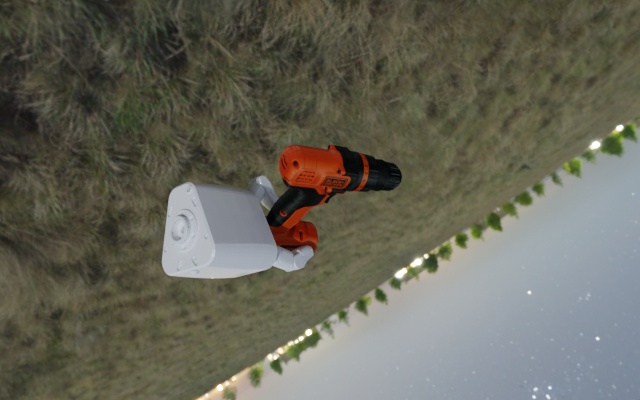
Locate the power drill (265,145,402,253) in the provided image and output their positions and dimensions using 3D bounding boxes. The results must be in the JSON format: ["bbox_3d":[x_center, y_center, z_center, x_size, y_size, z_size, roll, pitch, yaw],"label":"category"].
[{"bbox_3d":[0.000,0.002,0.661,0.184,0.057,0.188,7,-44,-32],"label":"power drill"}]
